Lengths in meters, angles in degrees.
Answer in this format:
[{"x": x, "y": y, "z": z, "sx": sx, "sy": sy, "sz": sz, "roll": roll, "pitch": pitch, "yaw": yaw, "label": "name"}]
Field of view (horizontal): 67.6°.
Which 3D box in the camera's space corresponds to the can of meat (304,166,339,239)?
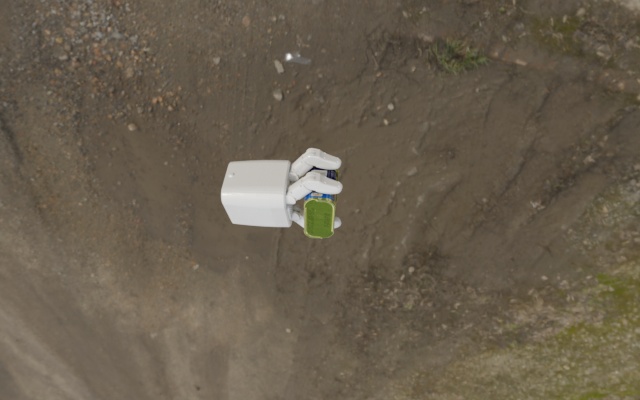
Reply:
[{"x": 0.000, "y": 0.003, "z": 0.811, "sx": 0.057, "sy": 0.083, "sz": 0.102, "roll": 3, "pitch": -44, "yaw": 2, "label": "can of meat"}]
